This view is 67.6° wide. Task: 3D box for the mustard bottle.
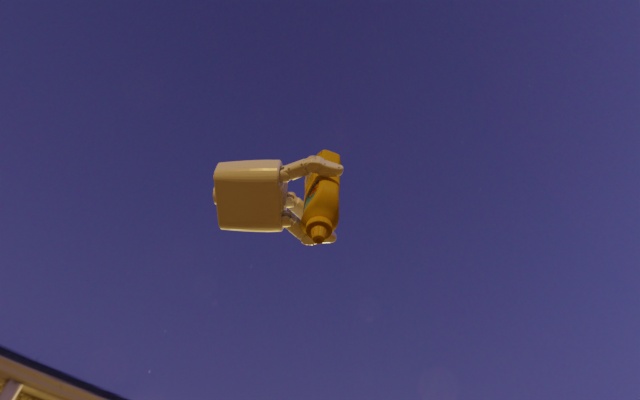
[{"bbox_3d":[0.000,0.002,0.785,0.058,0.096,0.191,19,34,-10],"label":"mustard bottle"}]
